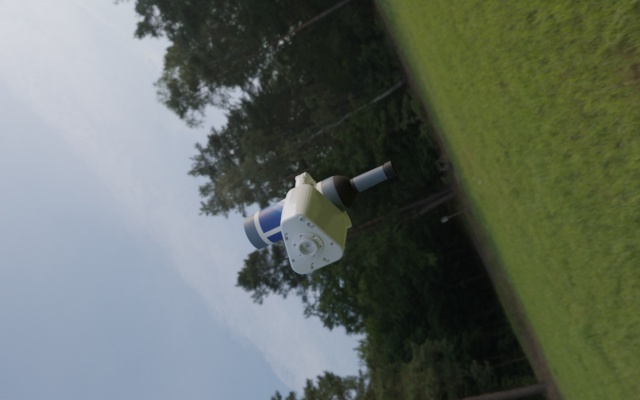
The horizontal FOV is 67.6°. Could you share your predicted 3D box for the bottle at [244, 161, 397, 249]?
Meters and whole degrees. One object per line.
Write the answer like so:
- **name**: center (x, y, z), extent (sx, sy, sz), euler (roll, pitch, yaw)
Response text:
- **bottle**: center (0.000, 0.003, 0.872), extent (0.296, 0.069, 0.069), euler (-25, -7, 16)
